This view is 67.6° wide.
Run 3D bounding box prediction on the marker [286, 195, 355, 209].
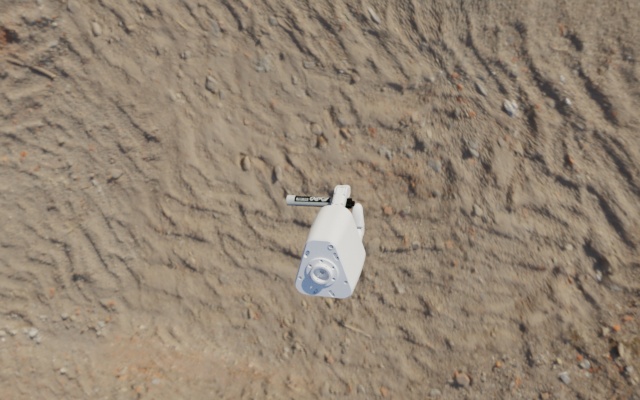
[{"bbox_3d":[0.000,0.003,0.835,0.121,0.020,0.020,3,1,13],"label":"marker"}]
